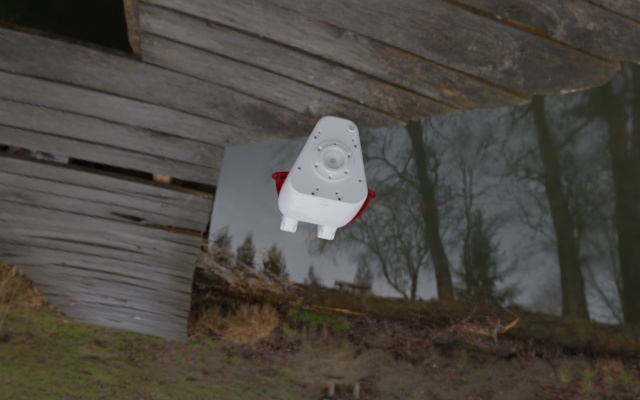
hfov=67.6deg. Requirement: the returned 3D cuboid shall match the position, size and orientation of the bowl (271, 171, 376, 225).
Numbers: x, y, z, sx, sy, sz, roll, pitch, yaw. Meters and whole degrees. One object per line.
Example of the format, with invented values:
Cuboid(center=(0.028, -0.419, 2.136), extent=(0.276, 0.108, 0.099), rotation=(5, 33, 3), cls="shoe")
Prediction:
Cuboid(center=(0.000, 0.003, 0.725), extent=(0.162, 0.055, 0.162), rotation=(11, -7, 1), cls="bowl")
